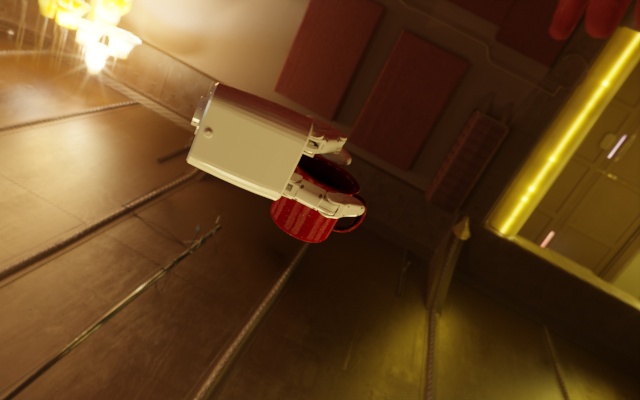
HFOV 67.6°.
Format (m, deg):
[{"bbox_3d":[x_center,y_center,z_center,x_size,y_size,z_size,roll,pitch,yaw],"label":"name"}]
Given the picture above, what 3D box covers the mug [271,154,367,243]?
[{"bbox_3d":[0.001,0.003,0.596,0.117,0.081,0.093,23,23,-14],"label":"mug"}]
